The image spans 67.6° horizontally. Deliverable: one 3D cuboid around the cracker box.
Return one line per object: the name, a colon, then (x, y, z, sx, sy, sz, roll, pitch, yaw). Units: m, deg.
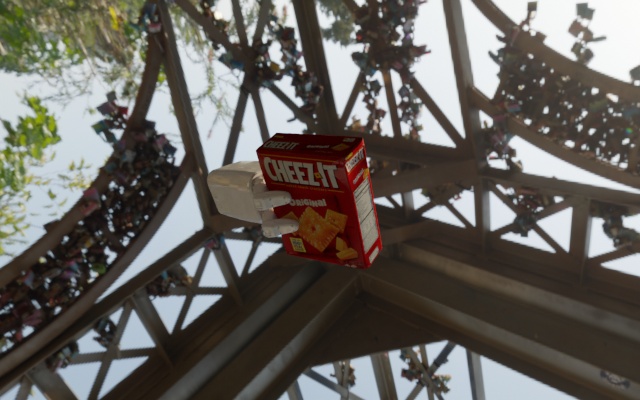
cracker box: (0.000, 0.003, 0.778, 0.164, 0.214, 0.072, 8, 38, 31)
